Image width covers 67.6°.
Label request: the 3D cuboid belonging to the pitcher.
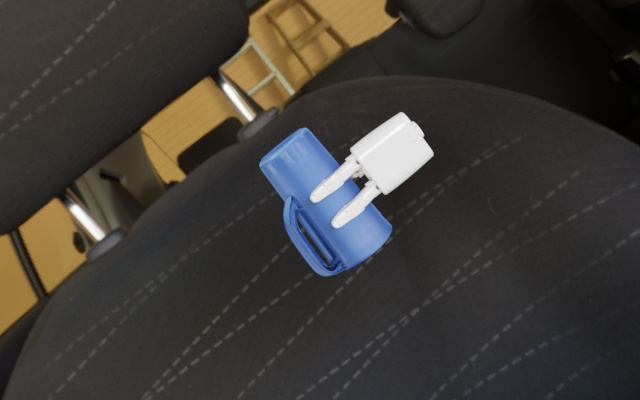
[{"bbox_3d":[0.000,0.003,0.836,0.145,0.243,0.149,-37,11,8],"label":"pitcher"}]
